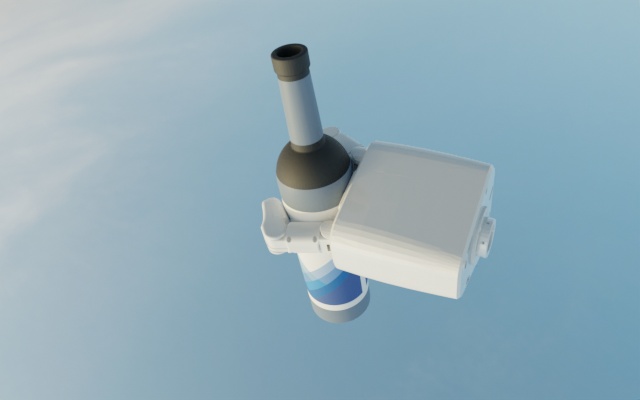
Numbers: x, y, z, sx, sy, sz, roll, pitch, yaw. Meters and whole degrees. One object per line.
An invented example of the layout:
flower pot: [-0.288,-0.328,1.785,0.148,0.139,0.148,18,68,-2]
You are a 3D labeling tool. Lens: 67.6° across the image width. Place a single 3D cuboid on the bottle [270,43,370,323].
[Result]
bottle: [0.000,0.002,0.439,0.069,0.296,0.069,-7,42,6]
